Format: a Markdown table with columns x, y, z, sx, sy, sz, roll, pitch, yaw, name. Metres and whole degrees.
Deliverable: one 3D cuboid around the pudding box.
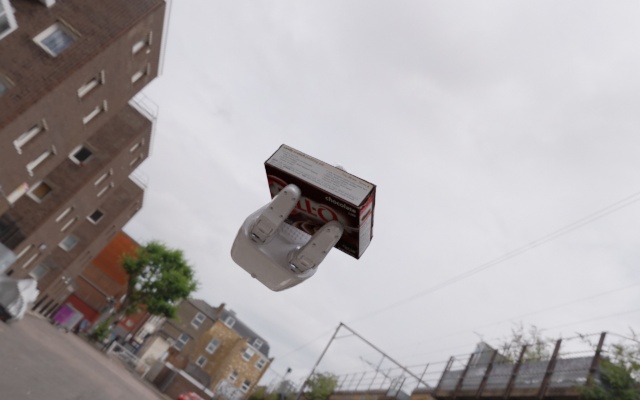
| x | y | z | sx | sy | sz | roll | pitch | yaw | name |
| --- | --- | --- | --- | --- | --- | --- | --- | --- | --- |
| 0.000 | 0.002 | 0.489 | 0.113 | 0.039 | 0.090 | 24 | -32 | 21 | pudding box |
